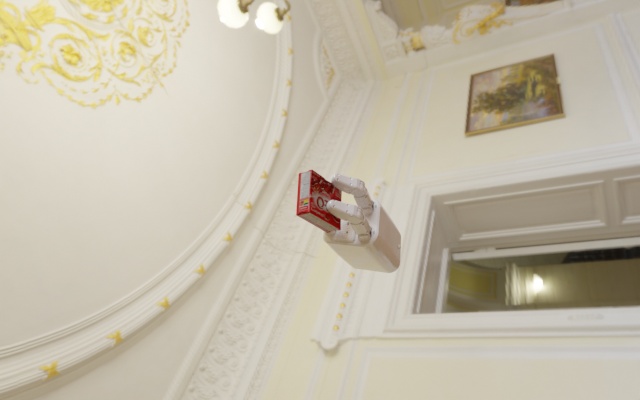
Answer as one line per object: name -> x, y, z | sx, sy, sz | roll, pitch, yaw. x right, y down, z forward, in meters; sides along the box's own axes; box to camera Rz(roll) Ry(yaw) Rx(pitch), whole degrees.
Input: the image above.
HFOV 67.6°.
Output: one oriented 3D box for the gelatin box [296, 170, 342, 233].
gelatin box -> 0.000, 0.002, 0.758 | 0.030, 0.073, 0.089 | -14, -29, 33
